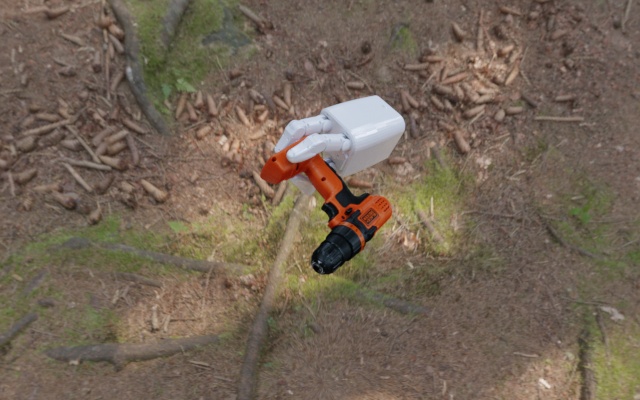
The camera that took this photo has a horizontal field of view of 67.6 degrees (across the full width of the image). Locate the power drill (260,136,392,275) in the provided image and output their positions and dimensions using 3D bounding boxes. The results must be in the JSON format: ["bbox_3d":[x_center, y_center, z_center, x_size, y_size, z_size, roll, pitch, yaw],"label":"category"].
[{"bbox_3d":[0.000,0.002,0.710,0.184,0.187,0.057,-38,-8,-44],"label":"power drill"}]
